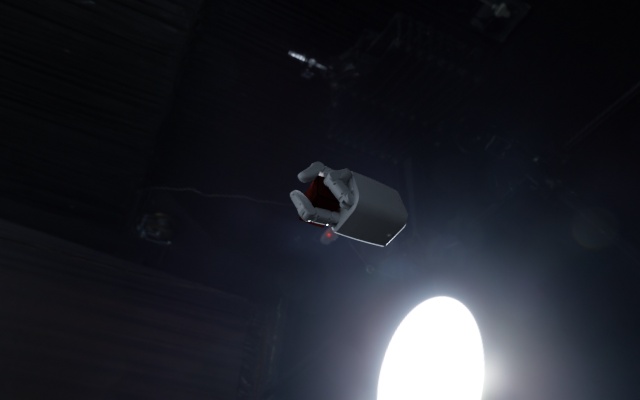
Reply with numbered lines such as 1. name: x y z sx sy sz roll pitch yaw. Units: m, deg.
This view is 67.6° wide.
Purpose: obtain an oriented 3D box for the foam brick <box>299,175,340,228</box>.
1. foam brick: 0.000 0.003 0.870 0.051 0.053 0.078 19 -45 -18
